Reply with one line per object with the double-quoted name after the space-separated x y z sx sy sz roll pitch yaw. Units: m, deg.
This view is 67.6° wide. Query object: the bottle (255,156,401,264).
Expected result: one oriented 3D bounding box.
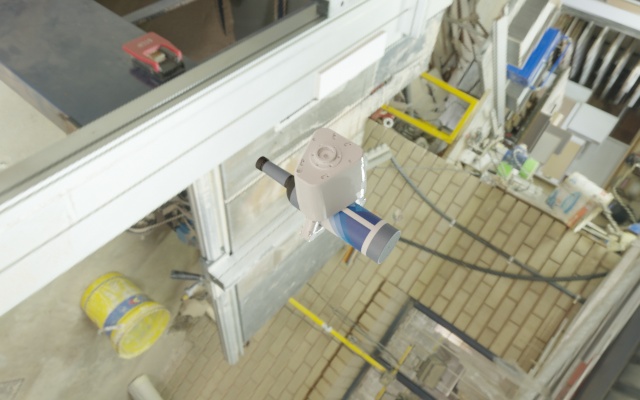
0.000 0.003 0.844 0.295 0.069 0.069 33 14 22 "bottle"
